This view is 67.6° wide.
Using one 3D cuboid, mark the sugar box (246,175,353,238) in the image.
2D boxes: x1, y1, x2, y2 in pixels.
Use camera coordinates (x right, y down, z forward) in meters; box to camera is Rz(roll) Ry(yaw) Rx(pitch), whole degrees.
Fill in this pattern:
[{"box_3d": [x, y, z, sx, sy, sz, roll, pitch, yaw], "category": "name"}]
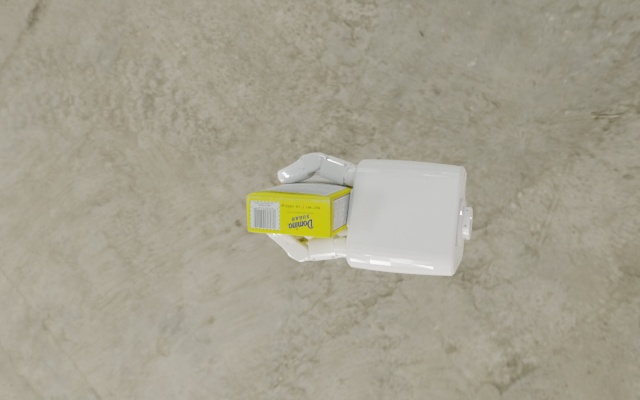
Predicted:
[{"box_3d": [0.000, 0.002, 0.540, 0.093, 0.048, 0.176, 4, 8, 22], "category": "sugar box"}]
